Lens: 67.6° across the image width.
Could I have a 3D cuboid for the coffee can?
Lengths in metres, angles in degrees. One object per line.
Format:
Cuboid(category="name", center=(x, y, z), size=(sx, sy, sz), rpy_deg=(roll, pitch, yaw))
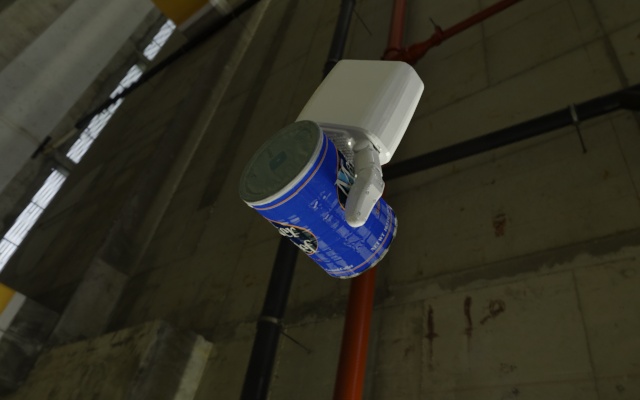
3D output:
Cuboid(category="coffee can", center=(0.000, 0.002, 0.497), size=(0.103, 0.102, 0.140), rpy_deg=(0, -37, 48))
